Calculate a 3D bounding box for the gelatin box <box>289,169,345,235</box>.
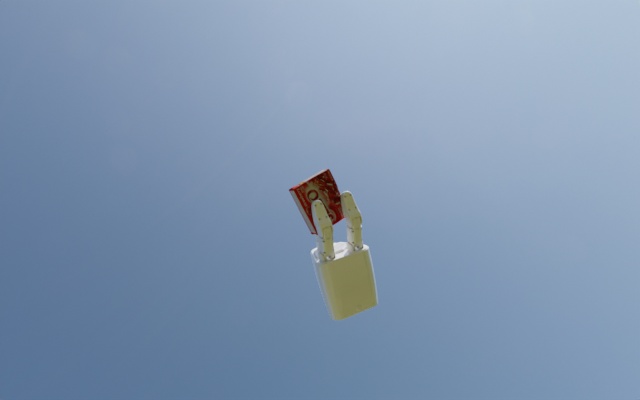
[{"bbox_3d":[0.000,0.002,0.799,0.073,0.089,0.030,-31,11,-19],"label":"gelatin box"}]
